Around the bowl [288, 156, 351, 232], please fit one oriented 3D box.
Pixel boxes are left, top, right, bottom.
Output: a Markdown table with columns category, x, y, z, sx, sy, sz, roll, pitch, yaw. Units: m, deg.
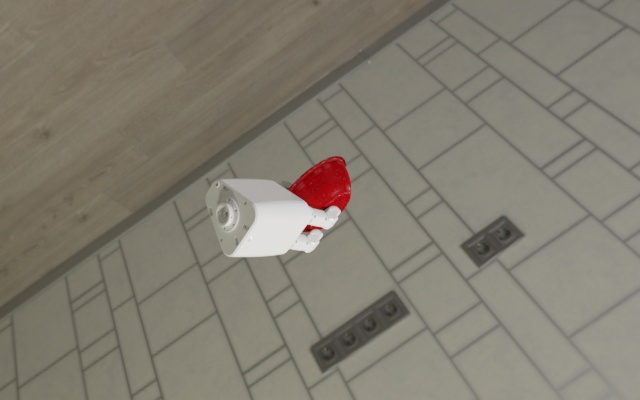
| category | x | y | z | sx | sy | sz | roll | pitch | yaw |
| --- | --- | --- | --- | --- | --- | --- | --- | --- | --- |
| bowl | 0.001 | 0.003 | 0.814 | 0.055 | 0.162 | 0.162 | 45 | 18 | 19 |
